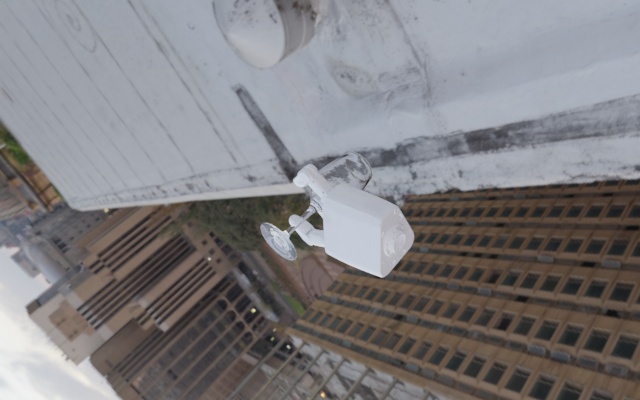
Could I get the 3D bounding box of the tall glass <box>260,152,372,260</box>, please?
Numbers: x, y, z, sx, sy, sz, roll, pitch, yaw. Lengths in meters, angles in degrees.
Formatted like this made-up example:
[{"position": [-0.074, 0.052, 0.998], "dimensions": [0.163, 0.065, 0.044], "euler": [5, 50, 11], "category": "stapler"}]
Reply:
[{"position": [0.000, 0.003, 0.769], "dimensions": [0.201, 0.079, 0.079], "euler": [-44, 24, -27], "category": "tall glass"}]
